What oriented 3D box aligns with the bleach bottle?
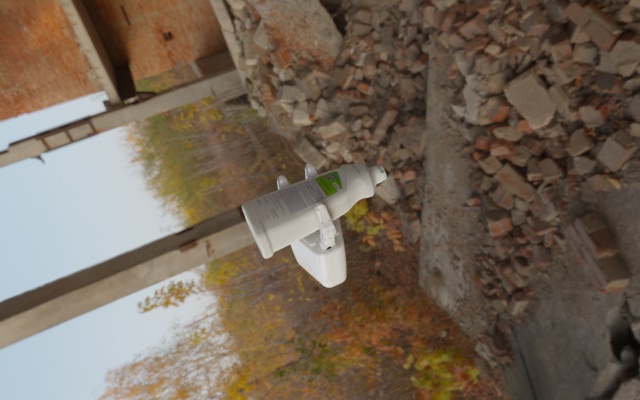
[{"bbox_3d":[0.000,0.003,0.813,0.251,0.068,0.102,-23,49,-12],"label":"bleach bottle"}]
